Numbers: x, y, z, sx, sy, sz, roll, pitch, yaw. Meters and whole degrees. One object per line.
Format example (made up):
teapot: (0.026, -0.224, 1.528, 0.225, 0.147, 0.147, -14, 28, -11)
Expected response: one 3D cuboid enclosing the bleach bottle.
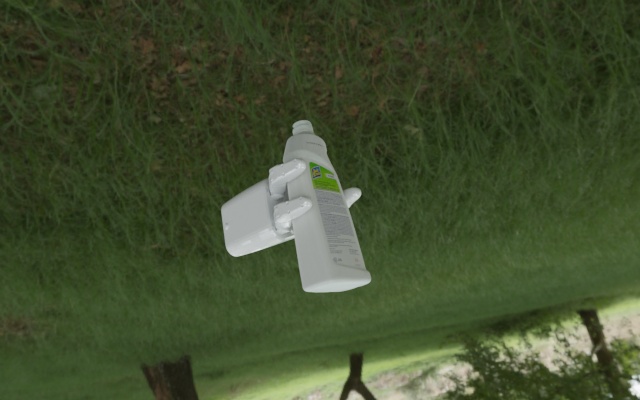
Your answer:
bleach bottle: (0.000, 0.002, 0.691, 0.068, 0.250, 0.102, -25, -23, 35)
